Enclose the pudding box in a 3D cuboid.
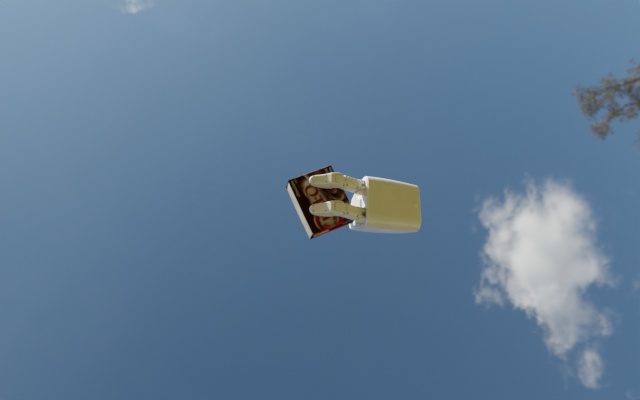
[{"bbox_3d":[0.000,0.003,0.868,0.090,0.113,0.039,-21,-17,-21],"label":"pudding box"}]
